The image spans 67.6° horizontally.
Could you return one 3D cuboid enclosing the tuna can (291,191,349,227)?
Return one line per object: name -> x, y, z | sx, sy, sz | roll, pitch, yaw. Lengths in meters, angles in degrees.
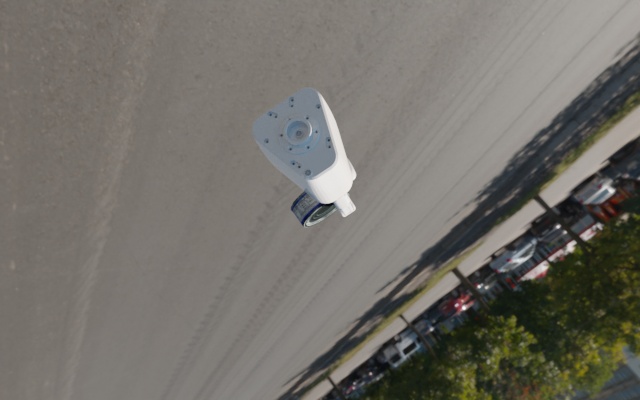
tuna can -> 0.000, 0.003, 0.709 | 0.086, 0.033, 0.086 | -34, -14, -10
